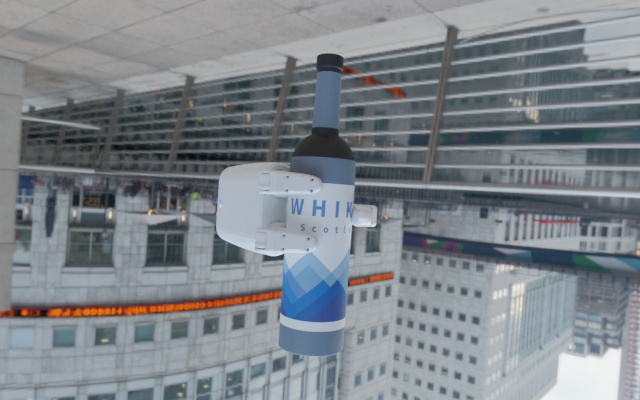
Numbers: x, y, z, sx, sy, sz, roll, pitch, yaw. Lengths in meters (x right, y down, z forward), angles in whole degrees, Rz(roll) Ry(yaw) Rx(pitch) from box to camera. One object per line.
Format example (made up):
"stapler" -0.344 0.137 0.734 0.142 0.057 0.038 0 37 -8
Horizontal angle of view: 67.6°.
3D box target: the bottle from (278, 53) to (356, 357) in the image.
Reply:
"bottle" 0.000 0.002 0.485 0.069 0.295 0.069 4 1 0
